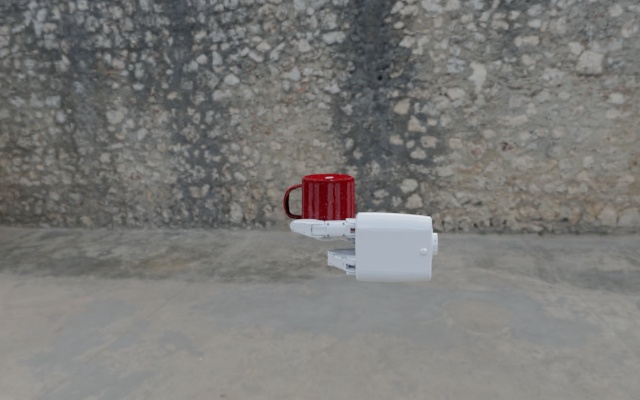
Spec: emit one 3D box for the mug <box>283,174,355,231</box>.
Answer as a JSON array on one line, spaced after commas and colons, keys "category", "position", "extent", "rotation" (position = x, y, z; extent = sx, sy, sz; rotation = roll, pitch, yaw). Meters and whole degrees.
[{"category": "mug", "position": [-0.001, 0.002, 0.742], "extent": [0.117, 0.081, 0.093], "rotation": [1, 10, 10]}]
